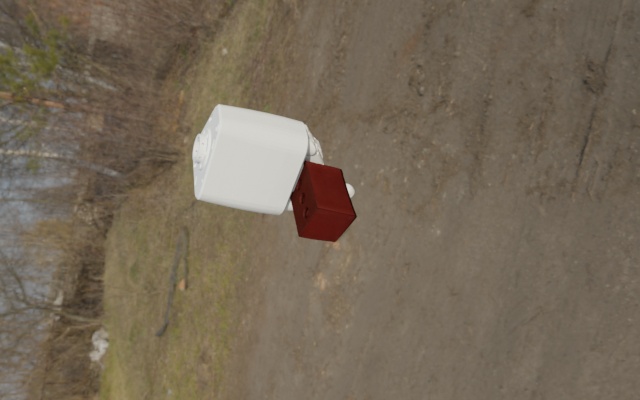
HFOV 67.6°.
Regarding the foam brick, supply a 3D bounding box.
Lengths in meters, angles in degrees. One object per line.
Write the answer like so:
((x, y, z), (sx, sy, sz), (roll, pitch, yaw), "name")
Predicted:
((0.000, 0.002, 0.562), (0.051, 0.078, 0.053), (11, -46, -28), "foam brick")
